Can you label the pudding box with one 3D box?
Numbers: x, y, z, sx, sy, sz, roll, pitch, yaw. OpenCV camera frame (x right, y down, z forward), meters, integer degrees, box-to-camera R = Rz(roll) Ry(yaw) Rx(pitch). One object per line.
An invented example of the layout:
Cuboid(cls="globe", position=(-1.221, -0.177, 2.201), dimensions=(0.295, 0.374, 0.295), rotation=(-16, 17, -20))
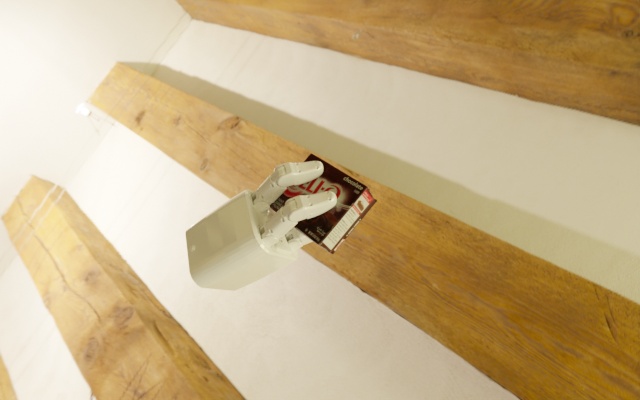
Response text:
Cuboid(cls="pudding box", position=(0.000, 0.002, 0.595), dimensions=(0.113, 0.090, 0.039), rotation=(35, -8, 39))
